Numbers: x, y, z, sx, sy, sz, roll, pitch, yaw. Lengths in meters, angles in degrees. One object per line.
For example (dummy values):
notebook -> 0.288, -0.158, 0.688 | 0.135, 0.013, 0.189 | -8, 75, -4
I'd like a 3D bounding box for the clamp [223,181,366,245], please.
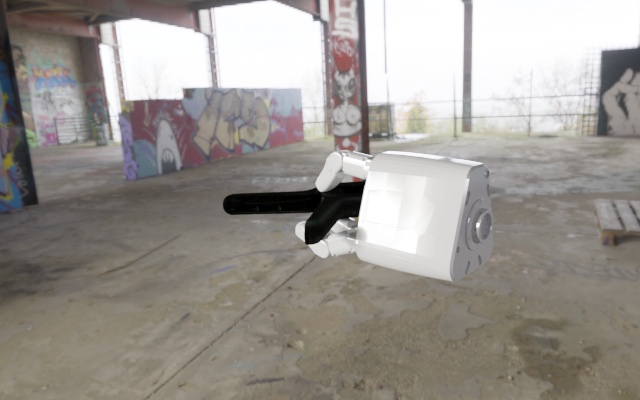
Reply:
clamp -> 0.001, 0.001, 0.577 | 0.164, 0.036, 0.210 | 14, 20, 40
